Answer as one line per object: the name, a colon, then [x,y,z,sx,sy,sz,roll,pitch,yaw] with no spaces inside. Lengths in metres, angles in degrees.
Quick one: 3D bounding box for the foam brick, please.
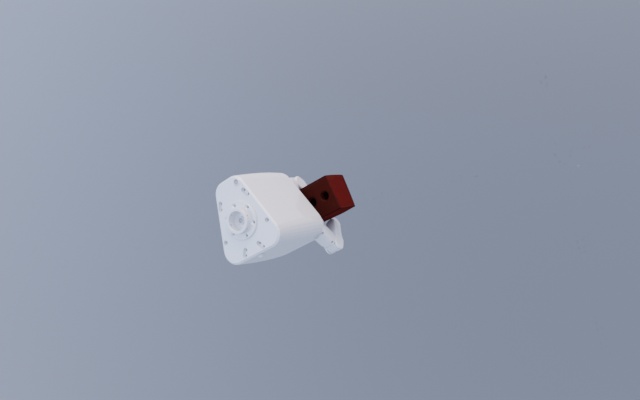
foam brick: [0.000,0.002,0.693,0.078,0.053,0.051,-29,-12,26]
